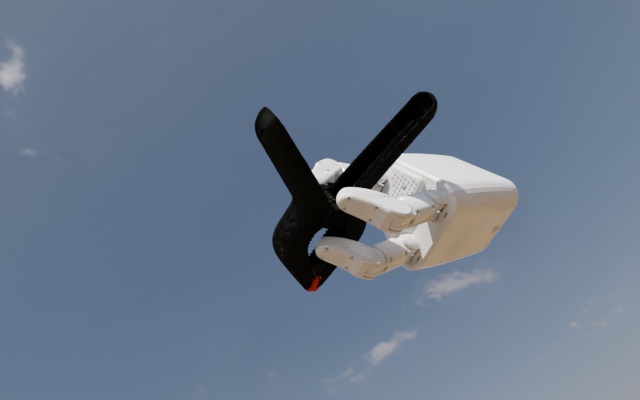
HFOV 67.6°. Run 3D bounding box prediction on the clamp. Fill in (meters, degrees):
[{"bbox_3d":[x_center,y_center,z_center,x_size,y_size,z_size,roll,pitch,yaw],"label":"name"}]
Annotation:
[{"bbox_3d":[0.000,0.001,0.406,0.164,0.210,0.036,-6,42,-37],"label":"clamp"}]
